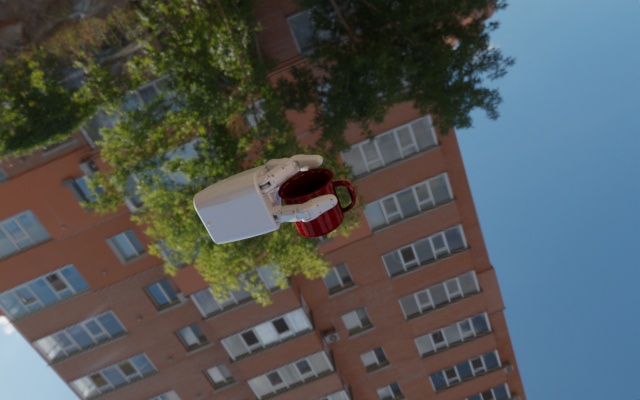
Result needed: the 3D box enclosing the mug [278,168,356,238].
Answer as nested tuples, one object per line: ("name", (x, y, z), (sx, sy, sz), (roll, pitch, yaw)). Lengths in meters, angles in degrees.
("mug", (0.002, 0.002, 0.770), (0.117, 0.081, 0.093), (-15, 28, 12))
